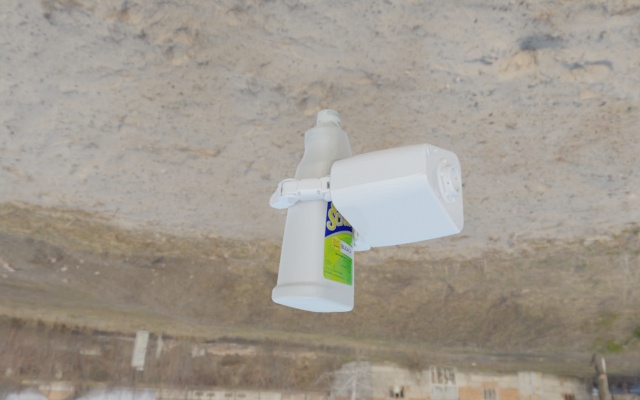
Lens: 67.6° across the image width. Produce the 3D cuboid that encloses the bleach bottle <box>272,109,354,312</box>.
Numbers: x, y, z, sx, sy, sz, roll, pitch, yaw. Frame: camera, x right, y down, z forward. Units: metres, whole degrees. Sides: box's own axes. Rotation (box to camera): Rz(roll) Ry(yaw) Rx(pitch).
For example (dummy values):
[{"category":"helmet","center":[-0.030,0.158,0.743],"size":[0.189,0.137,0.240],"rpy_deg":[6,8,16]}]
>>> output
[{"category":"bleach bottle","center":[0.000,0.002,0.578],"size":[0.068,0.250,0.102],"rpy_deg":[-10,-24,31]}]
